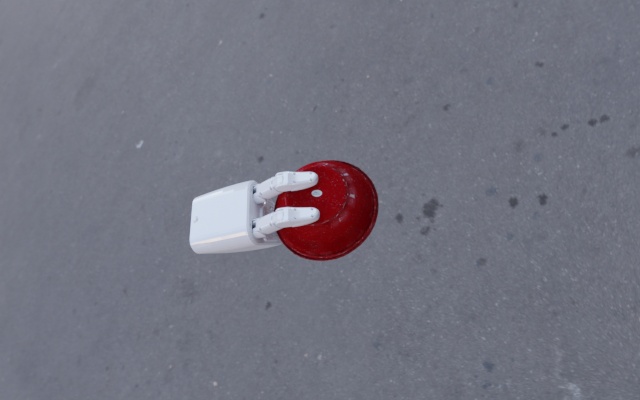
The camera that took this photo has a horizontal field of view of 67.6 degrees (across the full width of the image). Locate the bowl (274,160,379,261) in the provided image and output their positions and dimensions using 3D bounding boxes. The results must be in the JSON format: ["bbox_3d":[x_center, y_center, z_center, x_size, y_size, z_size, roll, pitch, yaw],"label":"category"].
[{"bbox_3d":[0.001,0.002,0.687,0.162,0.162,0.055,0,-23,16],"label":"bowl"}]
